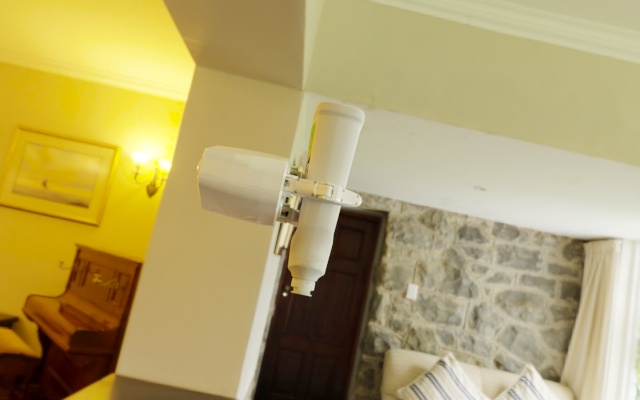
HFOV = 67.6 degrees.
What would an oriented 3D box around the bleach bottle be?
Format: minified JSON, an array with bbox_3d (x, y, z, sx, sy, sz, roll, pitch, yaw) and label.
[{"bbox_3d":[0.000,0.002,0.646,0.068,0.250,0.102,12,-9,-4],"label":"bleach bottle"}]
